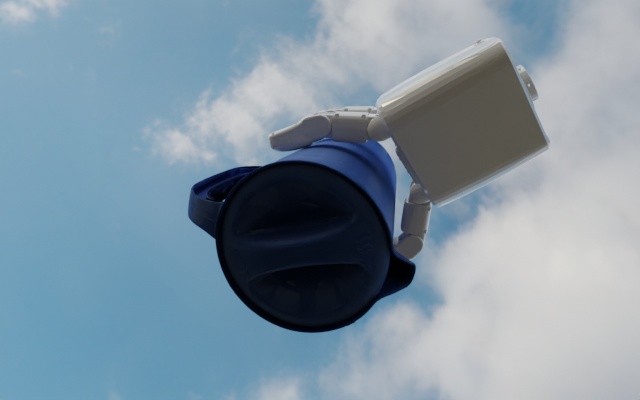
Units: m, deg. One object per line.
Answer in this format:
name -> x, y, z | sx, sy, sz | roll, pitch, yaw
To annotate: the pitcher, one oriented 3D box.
pitcher -> 0.000, 0.001, 0.451 | 0.145, 0.149, 0.242 | -30, 8, 19
